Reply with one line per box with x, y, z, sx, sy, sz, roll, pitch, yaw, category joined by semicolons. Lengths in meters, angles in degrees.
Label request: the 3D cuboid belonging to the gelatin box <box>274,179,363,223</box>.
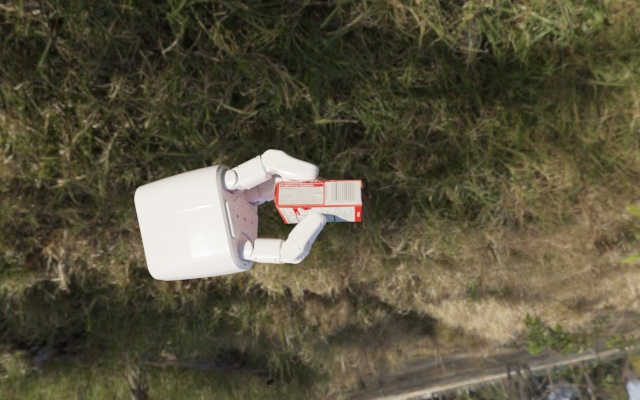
0.000;0.002;0.507;0.089;0.030;0.073;-1;-15;4;gelatin box
